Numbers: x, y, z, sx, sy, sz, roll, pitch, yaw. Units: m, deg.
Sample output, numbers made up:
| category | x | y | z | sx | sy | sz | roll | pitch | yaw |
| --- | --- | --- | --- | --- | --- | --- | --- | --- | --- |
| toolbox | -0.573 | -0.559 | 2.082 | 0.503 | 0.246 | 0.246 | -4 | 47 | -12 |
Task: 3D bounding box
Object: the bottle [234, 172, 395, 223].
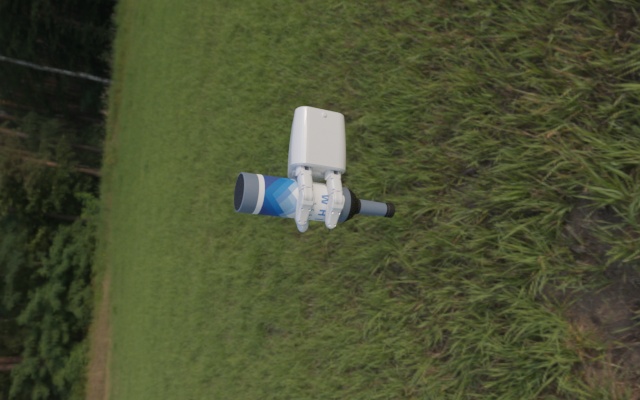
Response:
| category | x | y | z | sx | sy | sz | roll | pitch | yaw |
| --- | --- | --- | --- | --- | --- | --- | --- | --- | --- |
| bottle | 0.000 | 0.003 | 0.841 | 0.296 | 0.069 | 0.069 | 7 | -3 | -24 |
